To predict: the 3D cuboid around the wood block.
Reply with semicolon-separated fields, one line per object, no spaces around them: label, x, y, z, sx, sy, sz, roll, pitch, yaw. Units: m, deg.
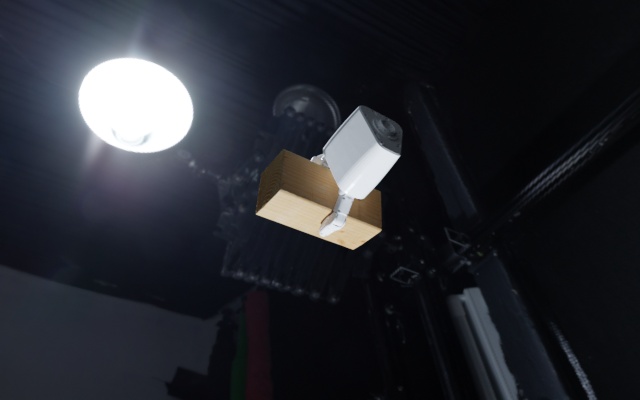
wood block;0.000;0.003;0.849;0.206;0.090;0.090;22;-39;-25
